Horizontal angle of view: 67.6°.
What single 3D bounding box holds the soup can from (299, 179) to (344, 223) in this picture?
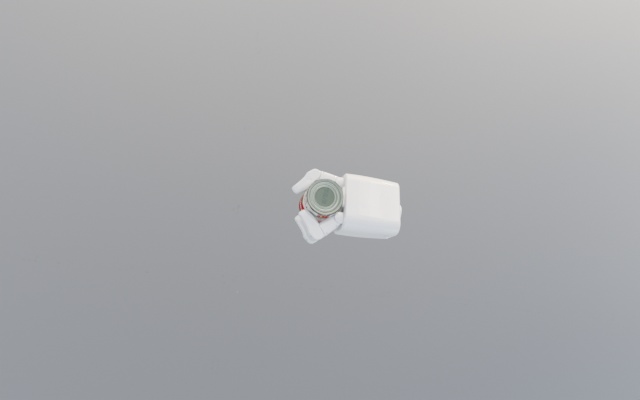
[{"bbox_3d":[0.000,0.003,0.879,0.068,0.068,0.102,0,-11,-10],"label":"soup can"}]
